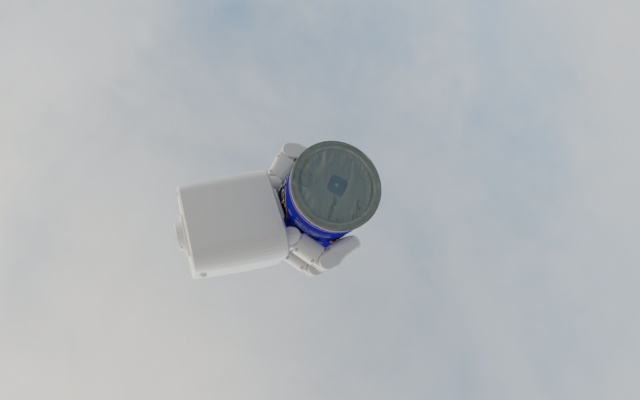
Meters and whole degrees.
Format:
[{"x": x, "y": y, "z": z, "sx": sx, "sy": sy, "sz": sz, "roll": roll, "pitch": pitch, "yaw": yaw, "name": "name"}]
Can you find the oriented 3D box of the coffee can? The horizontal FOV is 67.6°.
[{"x": 0.000, "y": 0.002, "z": 0.576, "sx": 0.103, "sy": 0.102, "sz": 0.140, "roll": 0, "pitch": -16, "yaw": -16, "name": "coffee can"}]
